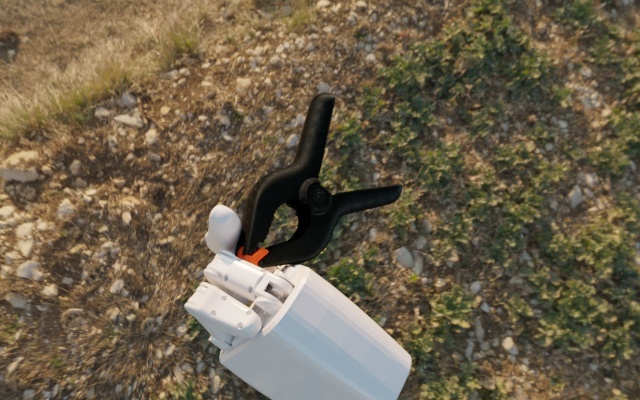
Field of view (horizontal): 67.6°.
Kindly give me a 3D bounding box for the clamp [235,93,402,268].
[{"bbox_3d":[0.000,0.001,0.407,0.120,0.171,0.039,40,-24,-11],"label":"clamp"}]
